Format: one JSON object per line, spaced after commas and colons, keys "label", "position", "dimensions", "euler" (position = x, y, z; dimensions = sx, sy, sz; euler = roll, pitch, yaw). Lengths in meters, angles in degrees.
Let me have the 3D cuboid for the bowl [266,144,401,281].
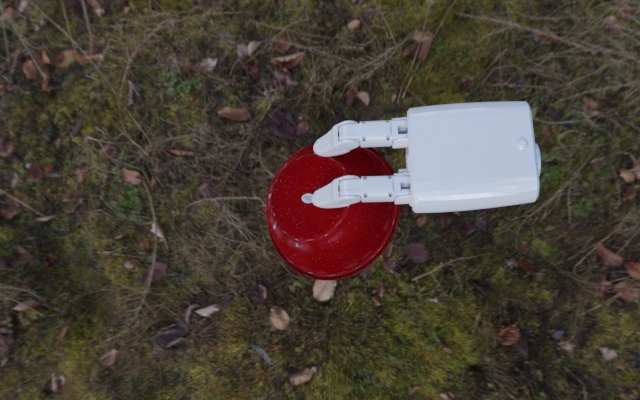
{"label": "bowl", "position": [-0.001, 0.002, 0.508], "dimensions": [0.162, 0.162, 0.055], "euler": [0, -13, 26]}
